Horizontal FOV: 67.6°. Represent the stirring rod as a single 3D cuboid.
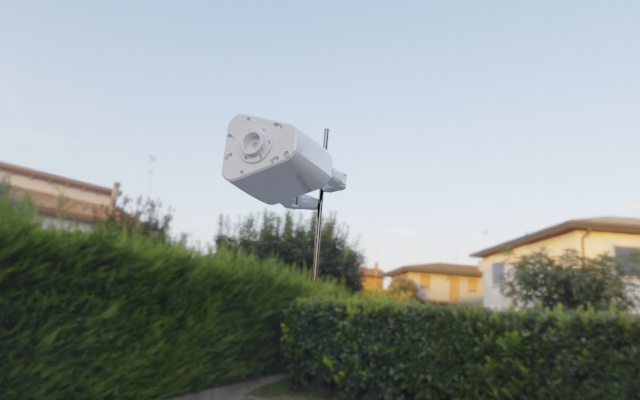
[{"bbox_3d":[0.000,0.002,0.732,0.011,0.239,0.011,5,-14,1],"label":"stirring rod"}]
